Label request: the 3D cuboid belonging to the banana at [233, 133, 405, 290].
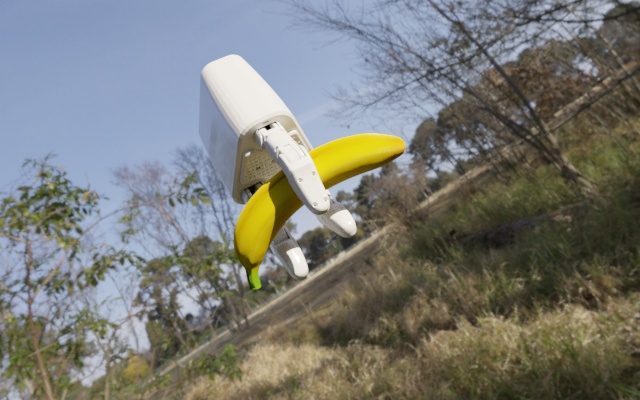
[{"bbox_3d":[-0.012,-0.007,0.432,0.070,0.198,0.037,47,2,-40],"label":"banana"}]
